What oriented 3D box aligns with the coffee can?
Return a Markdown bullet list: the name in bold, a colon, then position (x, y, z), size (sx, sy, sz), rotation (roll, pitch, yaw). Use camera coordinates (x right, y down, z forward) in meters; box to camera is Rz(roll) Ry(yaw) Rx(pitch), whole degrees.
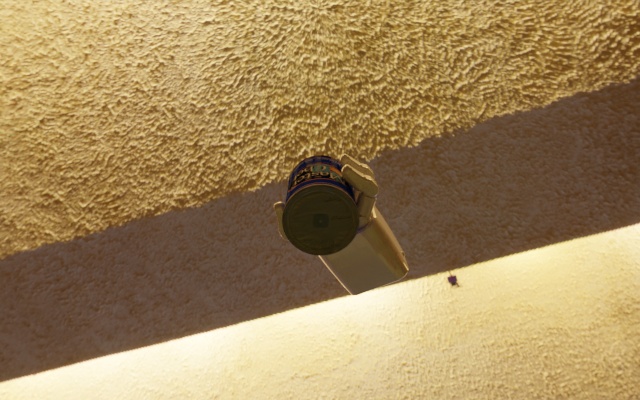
- **coffee can**: position (0.000, 0.002, 0.694), size (0.103, 0.103, 0.140), rotation (0, 22, 0)
